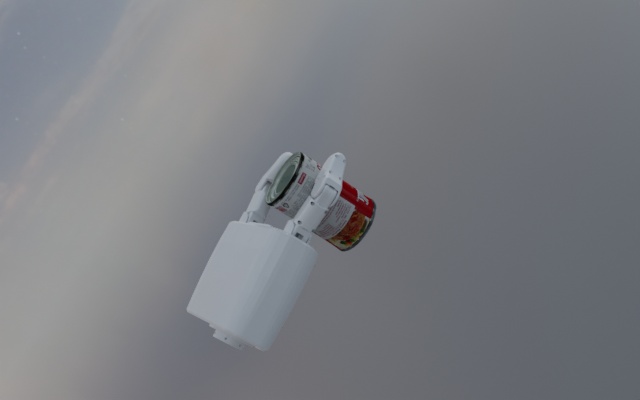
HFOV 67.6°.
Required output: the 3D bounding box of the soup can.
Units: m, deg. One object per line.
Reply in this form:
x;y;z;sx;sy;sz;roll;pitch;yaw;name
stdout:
0.000;0.001;0.518;0.102;0.068;0.068;33;-12;-20;soup can
